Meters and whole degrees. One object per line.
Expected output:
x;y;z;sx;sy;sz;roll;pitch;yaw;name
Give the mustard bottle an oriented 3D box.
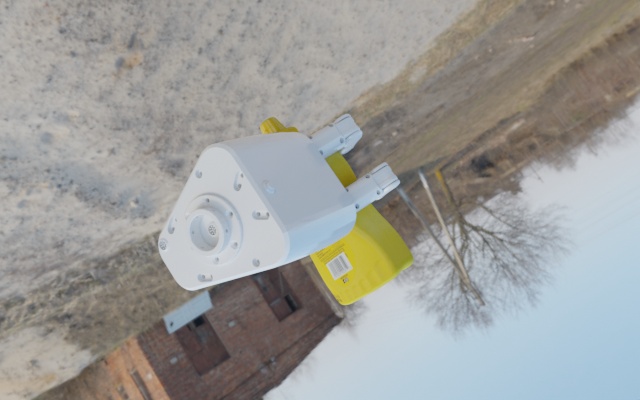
0.000;0.002;0.457;0.058;0.191;0.096;-28;-9;-38;mustard bottle
